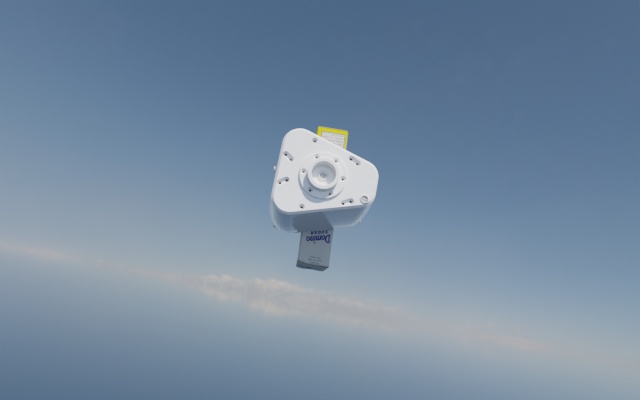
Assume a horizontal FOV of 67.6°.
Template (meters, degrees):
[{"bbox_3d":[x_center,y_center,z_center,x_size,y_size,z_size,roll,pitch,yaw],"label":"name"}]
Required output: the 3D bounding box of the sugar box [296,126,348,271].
[{"bbox_3d":[0.000,0.002,0.631,0.048,0.176,0.093,11,-12,-1],"label":"sugar box"}]
